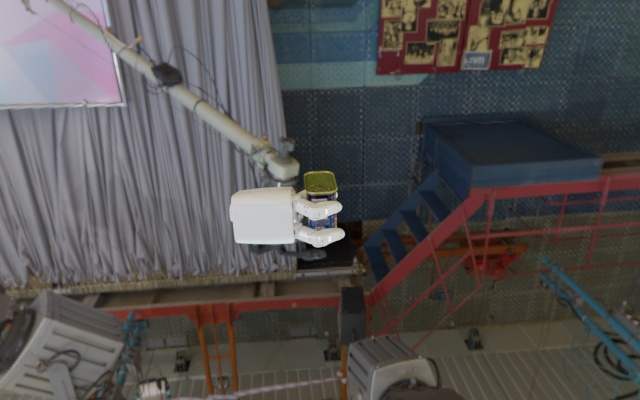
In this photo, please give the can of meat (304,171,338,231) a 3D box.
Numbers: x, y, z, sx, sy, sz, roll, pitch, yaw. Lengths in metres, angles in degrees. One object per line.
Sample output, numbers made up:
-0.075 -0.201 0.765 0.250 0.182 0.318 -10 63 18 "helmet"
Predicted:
0.000 0.003 0.875 0.057 0.084 0.102 -3 24 -3 "can of meat"
